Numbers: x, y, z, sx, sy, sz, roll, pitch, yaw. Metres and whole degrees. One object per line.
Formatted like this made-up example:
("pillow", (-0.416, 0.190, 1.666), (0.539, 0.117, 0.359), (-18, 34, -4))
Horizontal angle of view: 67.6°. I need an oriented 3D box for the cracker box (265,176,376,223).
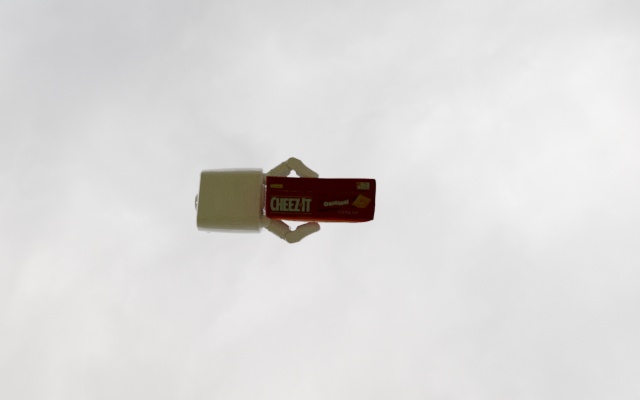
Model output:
("cracker box", (0.000, 0.002, 0.804), (0.164, 0.072, 0.214), (1, -2, 0))
